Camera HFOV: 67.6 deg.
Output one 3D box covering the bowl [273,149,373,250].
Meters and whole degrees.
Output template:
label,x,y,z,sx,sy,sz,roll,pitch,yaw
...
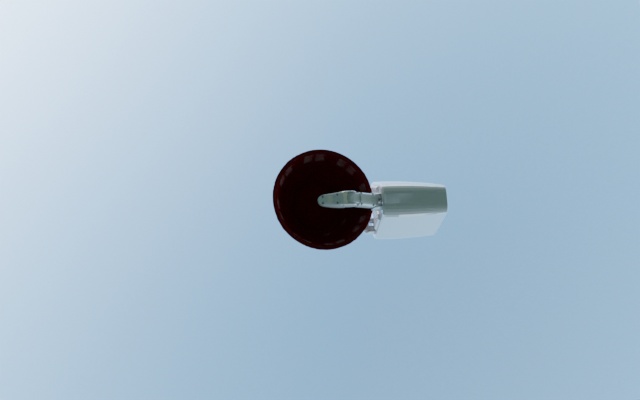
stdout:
label,x,y,z,sx,sy,sz,roll,pitch,yaw
bowl,-0.001,0.002,0.769,0.162,0.162,0.055,0,-13,-13
